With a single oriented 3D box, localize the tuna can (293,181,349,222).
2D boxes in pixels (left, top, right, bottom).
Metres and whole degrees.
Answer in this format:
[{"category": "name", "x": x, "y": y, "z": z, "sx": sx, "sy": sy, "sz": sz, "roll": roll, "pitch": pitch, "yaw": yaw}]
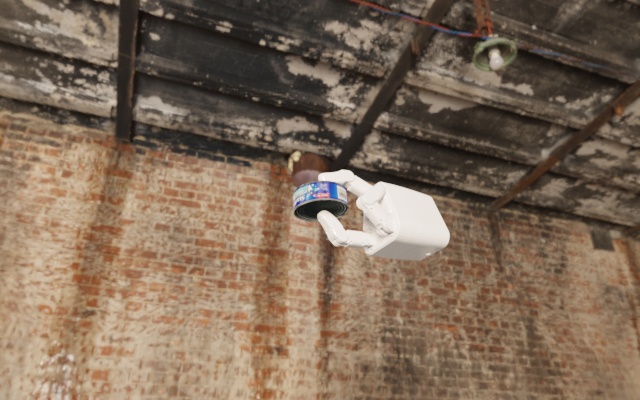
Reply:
[{"category": "tuna can", "x": 0.000, "y": 0.002, "z": 0.743, "sx": 0.086, "sy": 0.033, "sz": 0.086, "roll": -4, "pitch": -25, "yaw": -2}]
